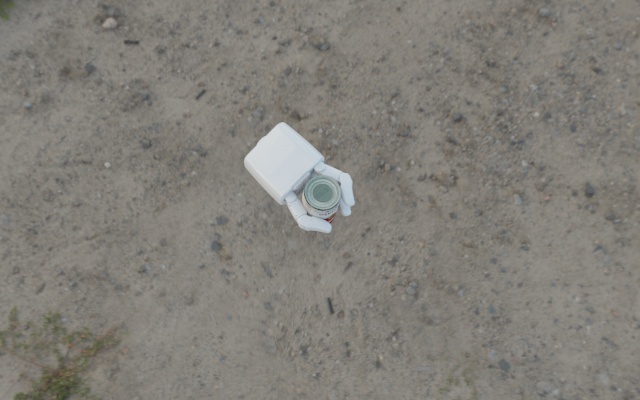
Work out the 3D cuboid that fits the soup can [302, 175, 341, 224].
[{"bbox_3d":[0.000,0.003,0.872,0.068,0.068,0.102,0,-20,-5],"label":"soup can"}]
